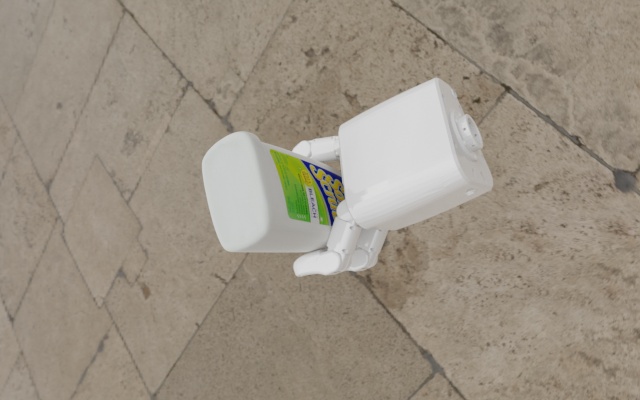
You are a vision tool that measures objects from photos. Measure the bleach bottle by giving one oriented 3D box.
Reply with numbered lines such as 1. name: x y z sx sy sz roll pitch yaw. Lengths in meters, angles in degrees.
1. bleach bottle: 0.000 0.002 0.495 0.068 0.102 0.251 -25 -18 32
